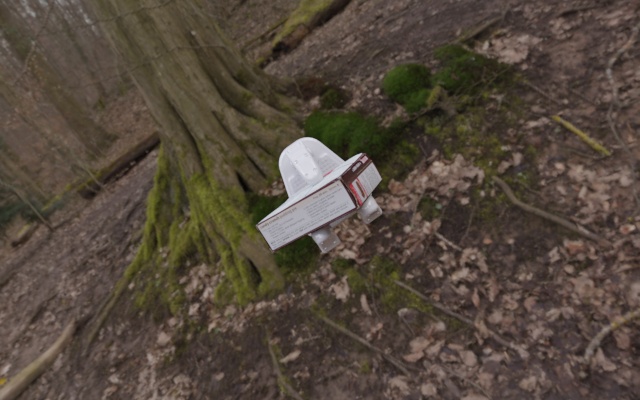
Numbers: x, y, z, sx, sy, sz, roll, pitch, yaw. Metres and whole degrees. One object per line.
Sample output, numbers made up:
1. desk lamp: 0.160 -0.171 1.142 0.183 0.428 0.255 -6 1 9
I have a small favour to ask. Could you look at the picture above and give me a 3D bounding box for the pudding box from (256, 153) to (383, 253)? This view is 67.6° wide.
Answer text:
1. pudding box: 0.000 0.001 0.492 0.113 0.039 0.090 -31 7 29
